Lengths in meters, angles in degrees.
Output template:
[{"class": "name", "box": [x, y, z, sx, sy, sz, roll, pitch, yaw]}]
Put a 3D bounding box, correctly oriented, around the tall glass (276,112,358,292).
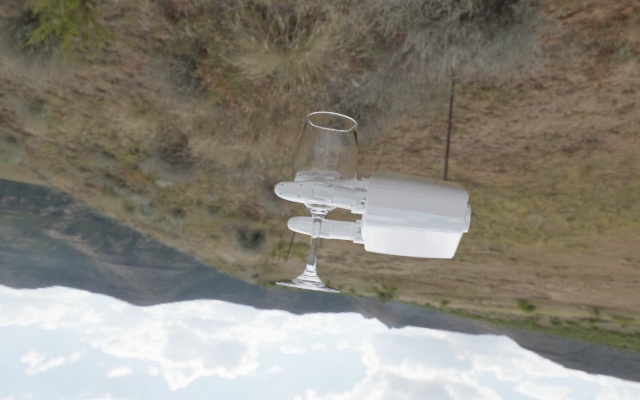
[{"class": "tall glass", "box": [0.000, 0.002, 0.560, 0.079, 0.201, 0.079, 8, -8, 1]}]
